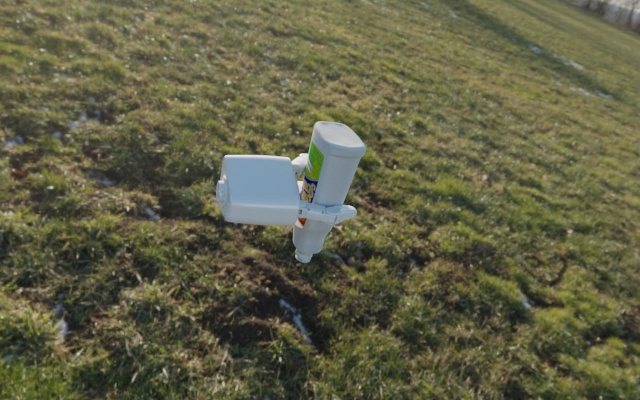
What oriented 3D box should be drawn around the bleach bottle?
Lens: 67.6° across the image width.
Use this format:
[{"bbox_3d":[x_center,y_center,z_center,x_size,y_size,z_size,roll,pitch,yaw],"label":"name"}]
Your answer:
[{"bbox_3d":[0.000,0.003,0.793,0.068,0.251,0.102,2,32,-22],"label":"bleach bottle"}]
